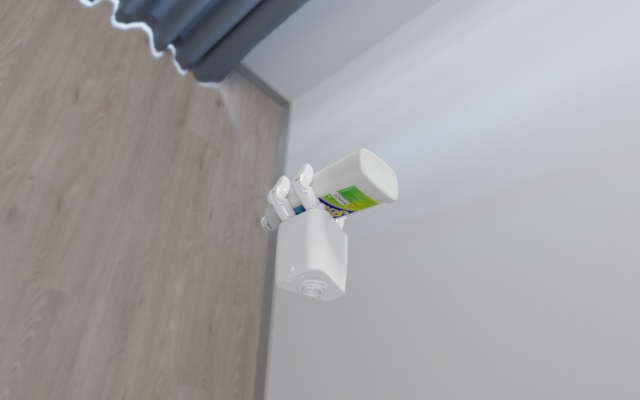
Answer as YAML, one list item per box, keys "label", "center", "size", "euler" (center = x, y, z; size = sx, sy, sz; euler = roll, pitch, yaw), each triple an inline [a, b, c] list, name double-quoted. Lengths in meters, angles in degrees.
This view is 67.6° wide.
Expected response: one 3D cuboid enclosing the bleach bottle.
- label: "bleach bottle"
  center: [0.000, 0.003, 0.811]
  size: [0.251, 0.068, 0.103]
  euler: [-26, -45, 35]
